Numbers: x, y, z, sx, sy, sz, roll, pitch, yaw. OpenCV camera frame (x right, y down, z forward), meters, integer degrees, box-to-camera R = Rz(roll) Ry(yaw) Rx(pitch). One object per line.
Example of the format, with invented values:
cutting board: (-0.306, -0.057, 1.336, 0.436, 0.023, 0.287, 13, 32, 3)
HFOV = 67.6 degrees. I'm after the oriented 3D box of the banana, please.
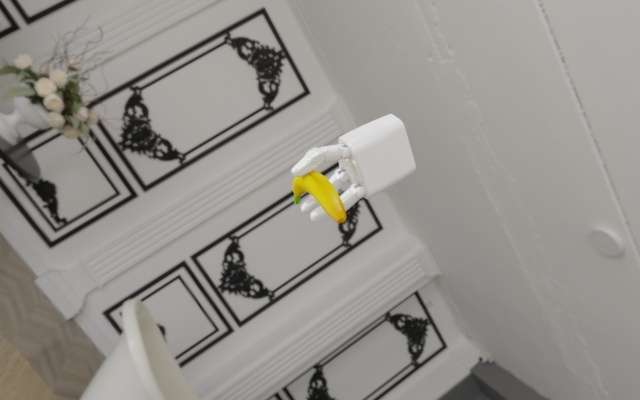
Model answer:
banana: (-0.007, -0.015, 0.783, 0.037, 0.070, 0.197, -23, 17, -16)
